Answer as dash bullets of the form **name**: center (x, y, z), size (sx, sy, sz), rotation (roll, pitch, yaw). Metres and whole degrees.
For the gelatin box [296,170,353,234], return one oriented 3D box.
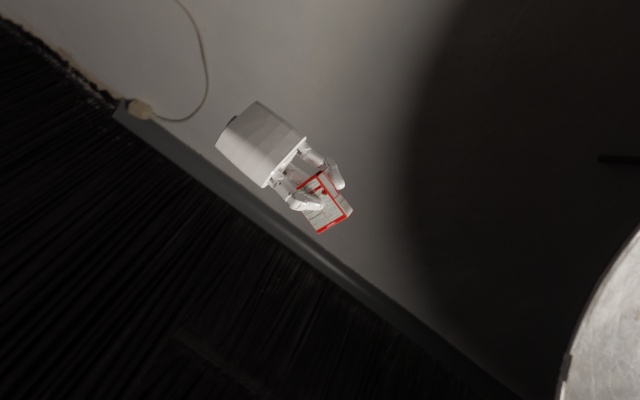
- **gelatin box**: center (0.000, 0.003, 0.808), size (0.073, 0.089, 0.030), rotation (-33, 7, 38)
